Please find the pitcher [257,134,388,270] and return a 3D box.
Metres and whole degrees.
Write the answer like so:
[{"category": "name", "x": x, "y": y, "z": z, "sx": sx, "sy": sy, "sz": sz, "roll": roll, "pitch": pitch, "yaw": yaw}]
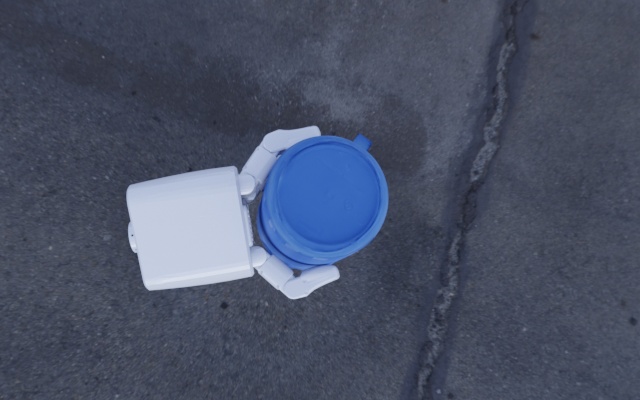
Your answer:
[{"category": "pitcher", "x": 0.000, "y": 0.002, "z": 0.522, "sx": 0.145, "sy": 0.149, "sz": 0.243, "roll": -8, "pitch": -7, "yaw": -7}]
